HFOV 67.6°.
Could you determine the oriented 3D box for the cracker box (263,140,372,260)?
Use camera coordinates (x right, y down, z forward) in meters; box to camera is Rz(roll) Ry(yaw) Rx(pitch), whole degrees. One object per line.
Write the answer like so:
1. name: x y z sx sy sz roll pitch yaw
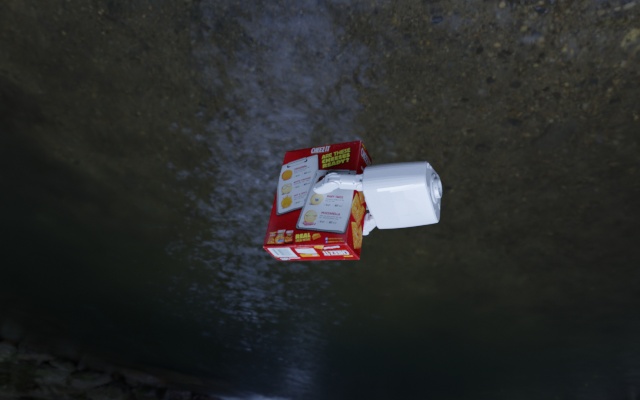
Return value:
1. cracker box: 0.000 0.003 0.881 0.164 0.213 0.072 -5 -33 25
